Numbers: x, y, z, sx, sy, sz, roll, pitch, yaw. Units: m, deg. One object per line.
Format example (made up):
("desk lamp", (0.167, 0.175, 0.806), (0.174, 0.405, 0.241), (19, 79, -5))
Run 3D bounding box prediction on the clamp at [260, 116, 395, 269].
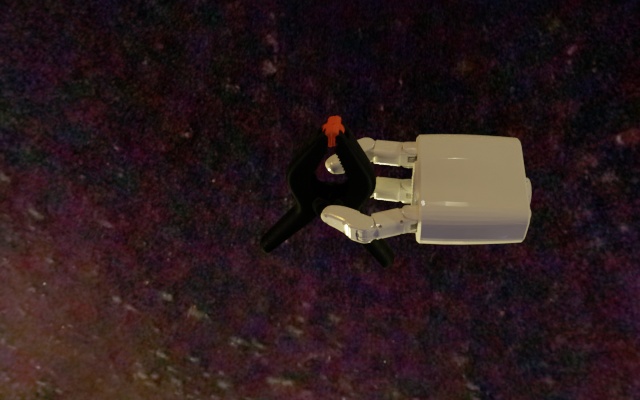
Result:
("clamp", (0.000, 0.002, 0.526), (0.164, 0.210, 0.036), (1, 45, 8))
